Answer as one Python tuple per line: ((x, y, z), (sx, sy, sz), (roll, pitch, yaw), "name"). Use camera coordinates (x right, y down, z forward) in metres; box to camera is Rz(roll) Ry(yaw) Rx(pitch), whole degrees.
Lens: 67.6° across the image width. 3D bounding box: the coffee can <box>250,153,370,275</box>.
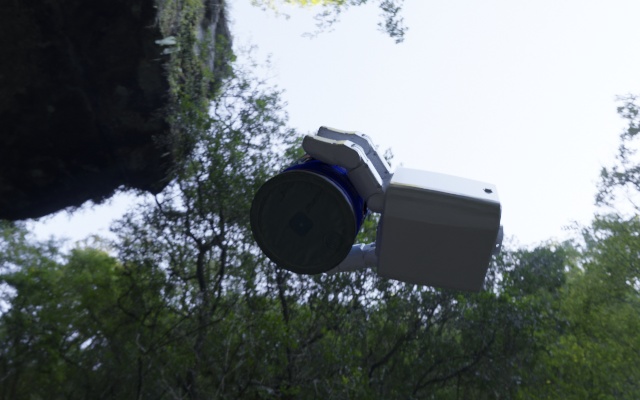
((0.000, 0.002, 0.504), (0.103, 0.103, 0.140), (0, 18, 16), "coffee can")
